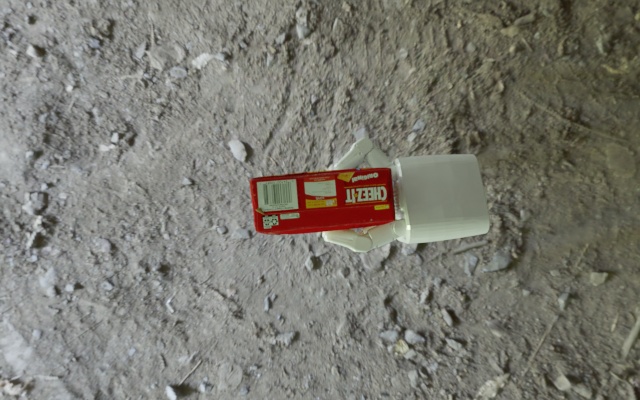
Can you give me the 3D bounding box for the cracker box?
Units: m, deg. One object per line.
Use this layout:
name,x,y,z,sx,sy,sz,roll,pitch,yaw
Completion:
cracker box,0.000,0.002,0.644,0.164,0.072,0.213,-5,-1,-2
